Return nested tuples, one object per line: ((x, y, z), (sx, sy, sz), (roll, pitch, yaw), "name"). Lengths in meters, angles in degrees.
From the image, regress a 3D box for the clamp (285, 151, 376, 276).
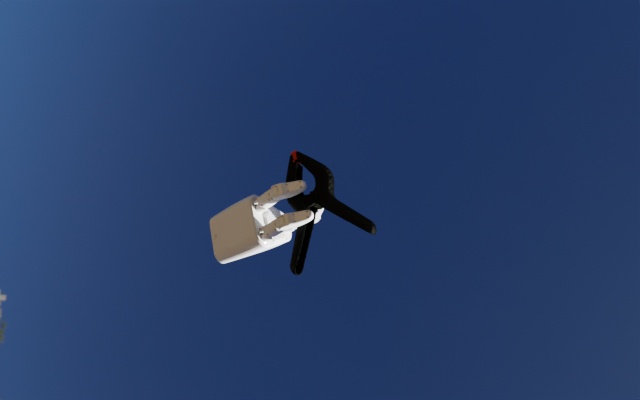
((0.000, 0.002, 0.803), (0.164, 0.210, 0.036), (-23, -23, 24), "clamp")
